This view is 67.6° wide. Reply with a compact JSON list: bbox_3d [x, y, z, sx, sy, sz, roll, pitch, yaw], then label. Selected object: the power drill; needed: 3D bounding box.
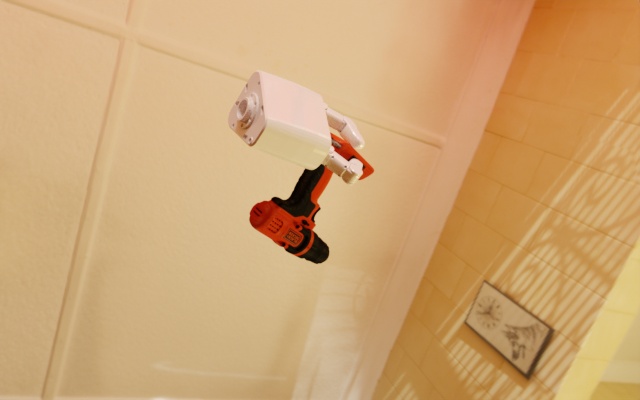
[{"bbox_3d":[0.000,0.002,0.742,0.057,0.187,0.184,35,-3,41],"label":"power drill"}]
